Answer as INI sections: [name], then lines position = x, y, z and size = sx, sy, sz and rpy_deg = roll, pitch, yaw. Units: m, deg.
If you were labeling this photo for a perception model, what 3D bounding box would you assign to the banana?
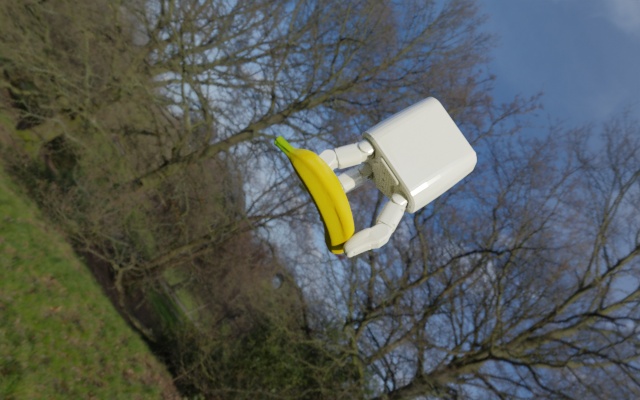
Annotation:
[banana]
position = 0.009, 0.008, 0.558
size = 0.037, 0.198, 0.069
rpy_deg = -35, 42, -13
